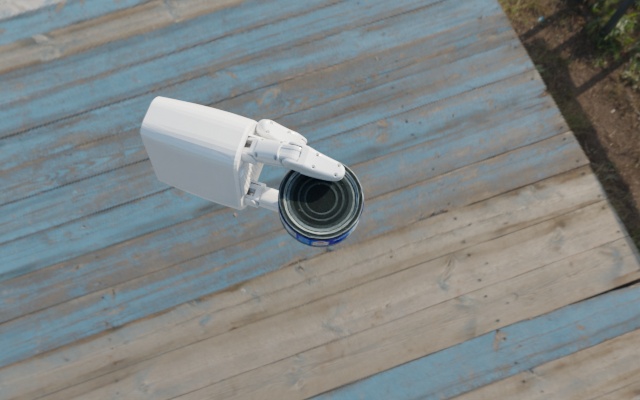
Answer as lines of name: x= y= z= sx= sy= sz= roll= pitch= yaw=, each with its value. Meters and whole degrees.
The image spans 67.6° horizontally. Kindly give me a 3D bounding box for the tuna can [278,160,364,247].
tuna can: x=0.000 y=0.001 z=0.475 sx=0.086 sy=0.086 sz=0.034 roll=0 pitch=-17 yaw=-3
